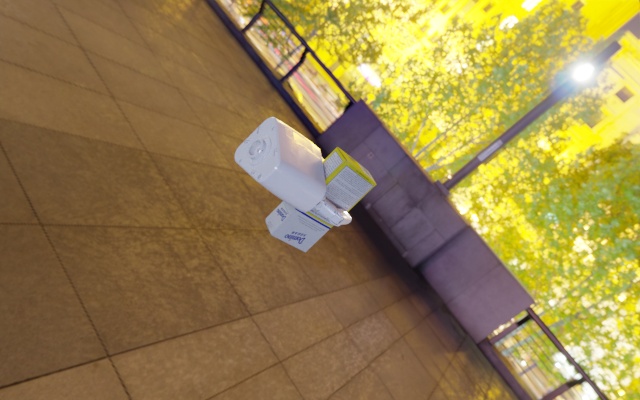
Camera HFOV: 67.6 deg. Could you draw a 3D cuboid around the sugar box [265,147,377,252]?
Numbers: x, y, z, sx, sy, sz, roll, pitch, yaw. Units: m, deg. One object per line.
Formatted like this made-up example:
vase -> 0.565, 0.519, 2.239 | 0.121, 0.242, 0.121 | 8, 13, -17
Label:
sugar box -> 0.000, 0.002, 0.795 | 0.176, 0.048, 0.093 | -42, -45, 15
